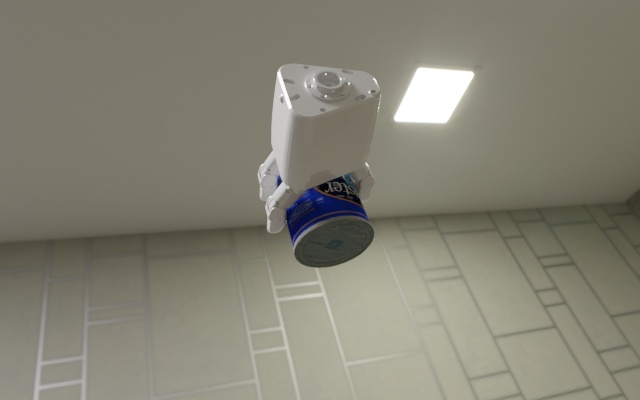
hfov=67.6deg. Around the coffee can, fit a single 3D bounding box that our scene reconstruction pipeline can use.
[{"bbox_3d":[0.000,0.002,0.628,0.103,0.140,0.103,-12,-37,-9],"label":"coffee can"}]
